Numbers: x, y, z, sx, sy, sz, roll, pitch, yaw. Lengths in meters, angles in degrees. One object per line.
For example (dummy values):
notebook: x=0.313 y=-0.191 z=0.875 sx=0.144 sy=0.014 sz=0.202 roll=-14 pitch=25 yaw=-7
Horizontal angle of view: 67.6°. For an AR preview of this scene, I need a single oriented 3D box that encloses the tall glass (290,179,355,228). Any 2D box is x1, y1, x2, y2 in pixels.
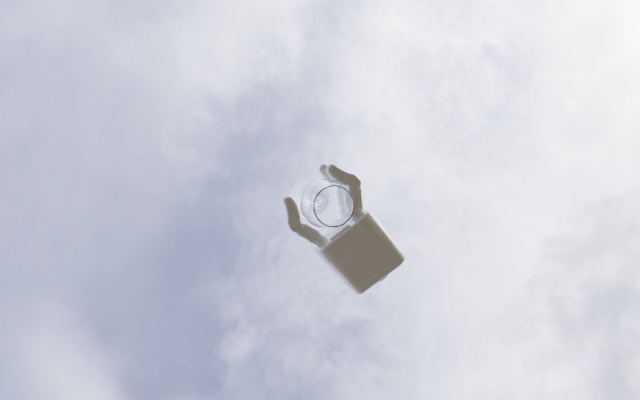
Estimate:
tall glass: x=0.000 y=0.002 z=0.789 sx=0.079 sy=0.079 sz=0.201 roll=0 pitch=3 yaw=-11
